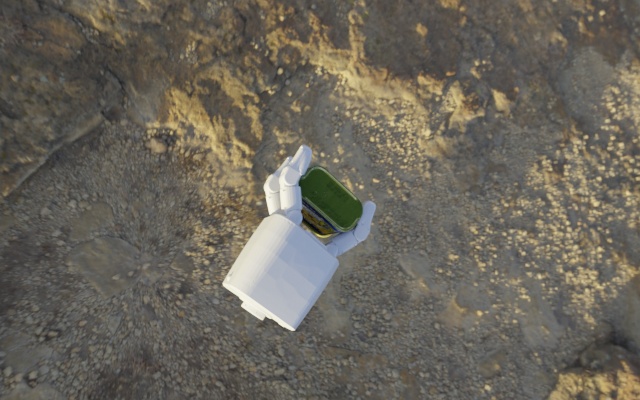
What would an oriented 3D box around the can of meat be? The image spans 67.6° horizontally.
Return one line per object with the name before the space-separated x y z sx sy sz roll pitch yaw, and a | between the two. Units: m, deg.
can of meat | 0.000 0.002 0.652 0.102 0.057 0.084 41 -18 -11
